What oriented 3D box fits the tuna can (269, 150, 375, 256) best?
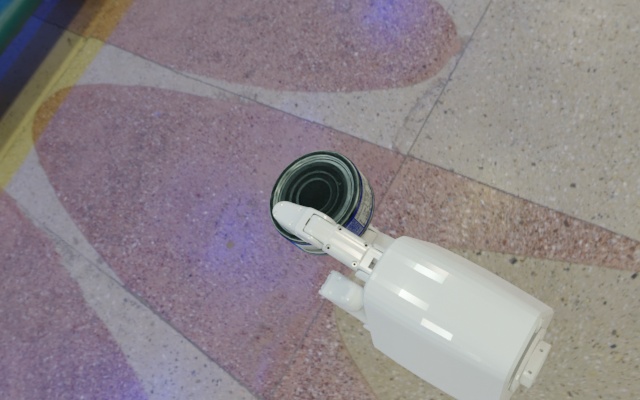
[{"bbox_3d":[0.000,0.001,0.404,0.086,0.086,0.034,0,-23,27],"label":"tuna can"}]
